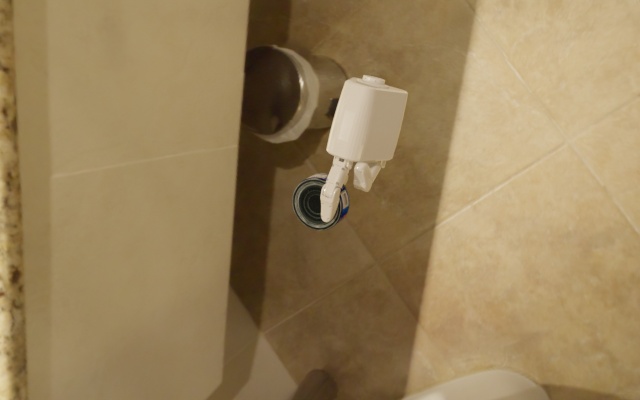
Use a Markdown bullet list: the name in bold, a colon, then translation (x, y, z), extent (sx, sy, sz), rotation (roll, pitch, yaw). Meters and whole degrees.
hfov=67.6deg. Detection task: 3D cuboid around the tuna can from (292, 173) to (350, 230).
- **tuna can**: translation (0.000, 0.003, 0.740), extent (0.086, 0.086, 0.033), rotation (0, 16, 25)
